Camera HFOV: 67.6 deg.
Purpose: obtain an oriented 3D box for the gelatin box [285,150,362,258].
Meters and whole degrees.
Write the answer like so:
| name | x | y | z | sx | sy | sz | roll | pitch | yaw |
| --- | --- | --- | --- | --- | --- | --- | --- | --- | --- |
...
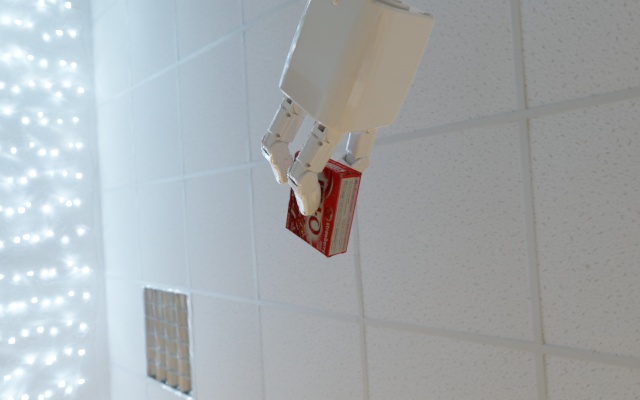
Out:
| name | x | y | z | sx | sy | sz | roll | pitch | yaw |
| --- | --- | --- | --- | --- | --- | --- | --- | --- | --- |
| gelatin box | 0.000 | 0.002 | 0.484 | 0.030 | 0.089 | 0.073 | -9 | 28 | -39 |
